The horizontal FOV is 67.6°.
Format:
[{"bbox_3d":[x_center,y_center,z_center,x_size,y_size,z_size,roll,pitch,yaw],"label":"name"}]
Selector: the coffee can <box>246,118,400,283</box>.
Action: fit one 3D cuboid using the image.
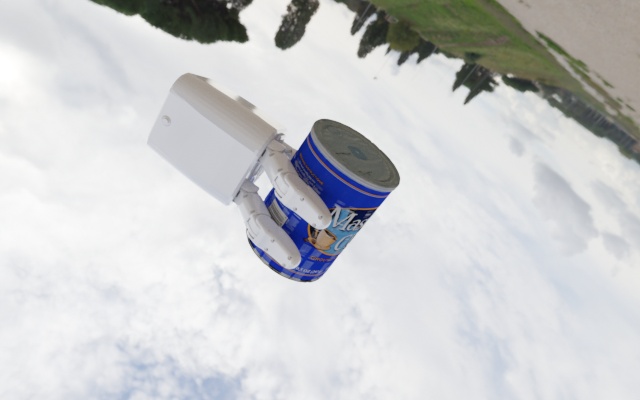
[{"bbox_3d":[0.000,0.002,0.498,0.103,0.140,0.102,28,28,-17],"label":"coffee can"}]
